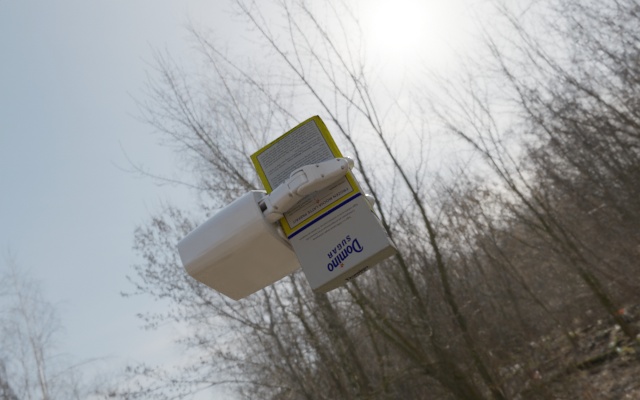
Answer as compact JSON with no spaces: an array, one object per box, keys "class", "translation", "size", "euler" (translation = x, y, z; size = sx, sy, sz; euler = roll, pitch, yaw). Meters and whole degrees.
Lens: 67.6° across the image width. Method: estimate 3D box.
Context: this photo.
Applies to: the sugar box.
[{"class":"sugar box","translation":[0.000,0.002,0.517],"size":[0.093,0.176,0.048],"euler":[-31,-23,10]}]
